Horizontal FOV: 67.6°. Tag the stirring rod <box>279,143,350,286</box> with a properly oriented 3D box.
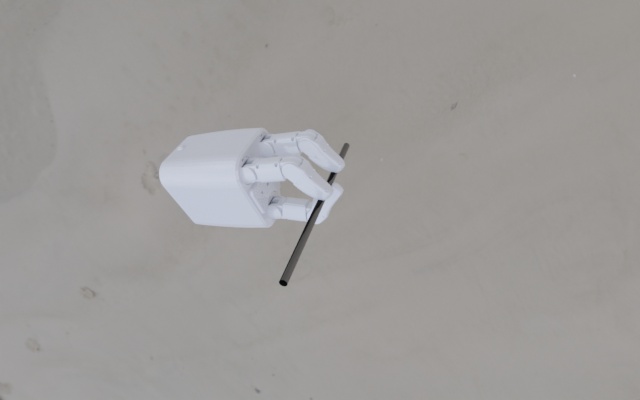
[{"bbox_3d":[0.000,0.002,0.509,0.011,0.011,0.239,0,36,20],"label":"stirring rod"}]
